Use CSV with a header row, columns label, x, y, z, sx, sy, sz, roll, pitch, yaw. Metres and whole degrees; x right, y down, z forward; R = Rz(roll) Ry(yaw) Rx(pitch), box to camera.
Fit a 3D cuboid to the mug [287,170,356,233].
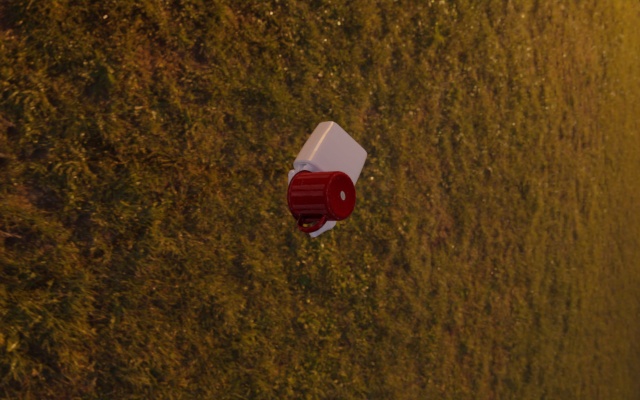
label,x,y,z,sx,sy,sz,roll,pitch,yaw
mug,0.000,0.004,0.788,0.081,0.117,0.093,-1,-39,41
